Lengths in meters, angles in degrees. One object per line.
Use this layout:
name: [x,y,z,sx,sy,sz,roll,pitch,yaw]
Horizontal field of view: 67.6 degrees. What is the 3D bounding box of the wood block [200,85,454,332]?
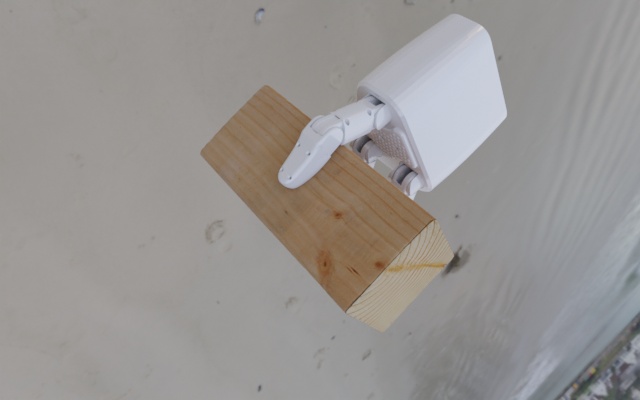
wood block: [0.000,0.001,0.409,0.206,0.090,0.091,43,-2,33]
